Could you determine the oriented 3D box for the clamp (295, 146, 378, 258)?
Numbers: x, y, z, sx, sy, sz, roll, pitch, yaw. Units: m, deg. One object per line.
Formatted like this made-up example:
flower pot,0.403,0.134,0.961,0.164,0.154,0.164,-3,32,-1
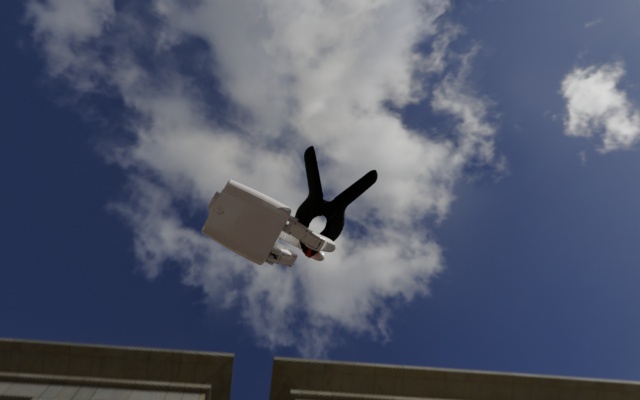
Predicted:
clamp,0.000,0.003,0.743,0.120,0.171,0.039,29,5,-9
